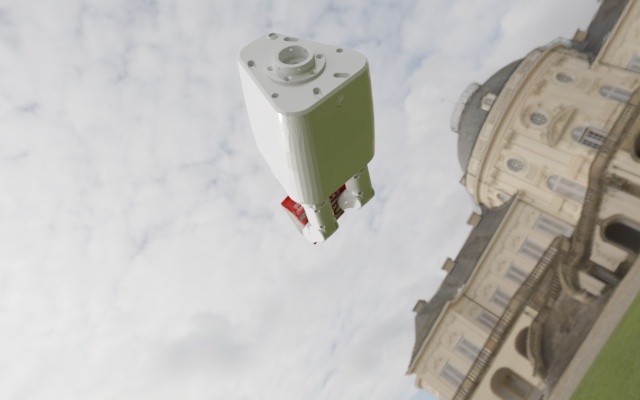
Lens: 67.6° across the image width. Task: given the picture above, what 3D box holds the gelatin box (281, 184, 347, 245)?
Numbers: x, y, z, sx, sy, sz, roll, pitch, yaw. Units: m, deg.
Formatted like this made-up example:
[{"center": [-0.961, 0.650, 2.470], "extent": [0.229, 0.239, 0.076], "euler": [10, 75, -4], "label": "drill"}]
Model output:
[{"center": [0.000, 0.002, 0.533], "extent": [0.030, 0.073, 0.089], "euler": [38, -12, 25], "label": "gelatin box"}]
